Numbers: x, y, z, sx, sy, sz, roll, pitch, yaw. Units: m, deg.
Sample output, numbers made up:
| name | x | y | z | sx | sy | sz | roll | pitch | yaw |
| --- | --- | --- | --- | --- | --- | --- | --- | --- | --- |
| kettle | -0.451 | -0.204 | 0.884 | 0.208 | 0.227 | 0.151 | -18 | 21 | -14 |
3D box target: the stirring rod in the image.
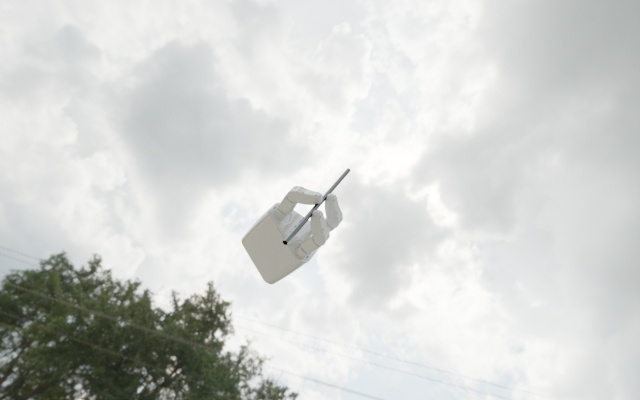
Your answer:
| name | x | y | z | sx | sy | sz | roll | pitch | yaw |
| --- | --- | --- | --- | --- | --- | --- | --- | --- | --- |
| stirring rod | 0.000 | 0.003 | 0.777 | 0.011 | 0.011 | 0.239 | 0 | 29 | 29 |
